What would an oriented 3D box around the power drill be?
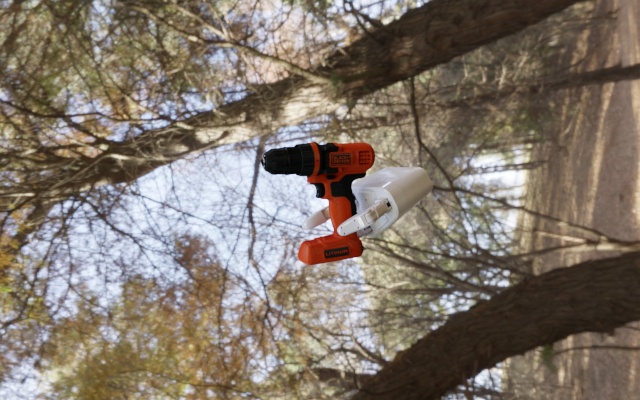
[{"bbox_3d":[0.000,0.003,0.746,0.184,0.188,0.057,-5,13,-21],"label":"power drill"}]
